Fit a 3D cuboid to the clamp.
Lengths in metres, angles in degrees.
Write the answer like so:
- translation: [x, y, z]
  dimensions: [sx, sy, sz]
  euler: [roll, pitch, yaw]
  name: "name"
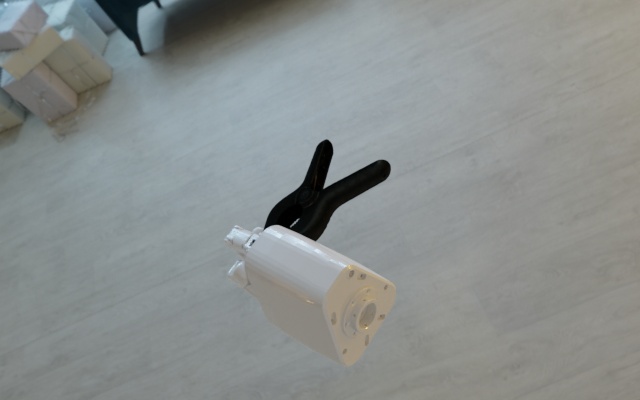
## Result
- translation: [0.000, 0.002, 0.542]
  dimensions: [0.120, 0.171, 0.039]
  euler: [12, -27, 50]
  name: "clamp"
